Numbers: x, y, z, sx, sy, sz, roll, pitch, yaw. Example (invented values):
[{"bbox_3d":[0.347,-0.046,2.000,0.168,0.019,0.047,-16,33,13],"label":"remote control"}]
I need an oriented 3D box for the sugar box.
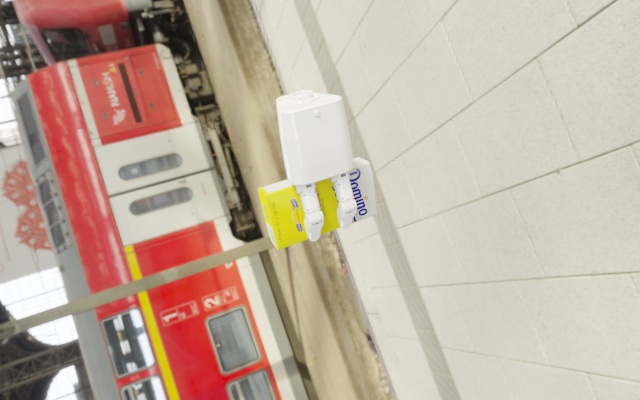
[{"bbox_3d":[0.000,0.002,0.736,0.176,0.093,0.048,-18,25,-17],"label":"sugar box"}]
